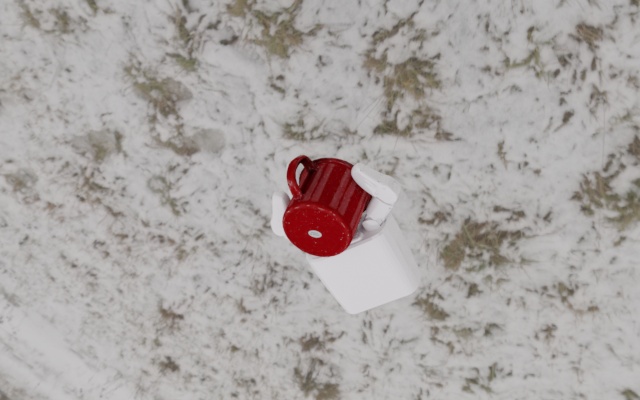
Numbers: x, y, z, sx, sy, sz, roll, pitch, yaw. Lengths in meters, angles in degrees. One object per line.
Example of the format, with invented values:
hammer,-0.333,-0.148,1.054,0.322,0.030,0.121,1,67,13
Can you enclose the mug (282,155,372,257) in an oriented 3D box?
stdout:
mug,-0.001,0.001,0.546,0.093,0.117,0.081,-16,31,32
